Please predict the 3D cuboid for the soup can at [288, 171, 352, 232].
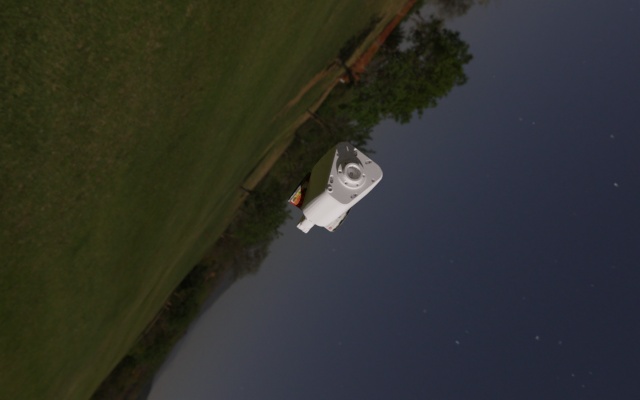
[{"bbox_3d":[0.000,0.003,0.889,0.102,0.068,0.068,36,-4,-6],"label":"soup can"}]
